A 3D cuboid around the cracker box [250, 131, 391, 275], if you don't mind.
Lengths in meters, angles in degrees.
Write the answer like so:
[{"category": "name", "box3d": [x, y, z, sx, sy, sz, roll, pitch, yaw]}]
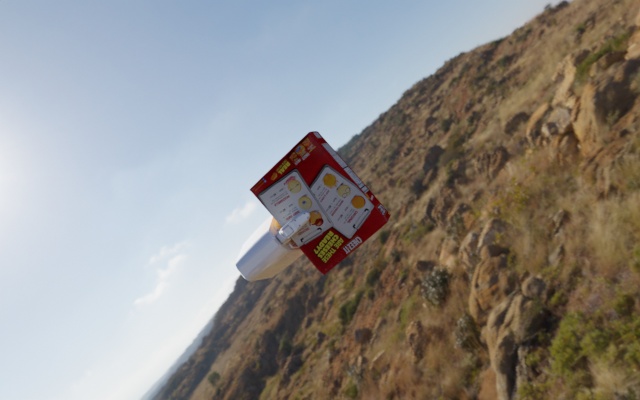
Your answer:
[{"category": "cracker box", "box3d": [0.000, 0.003, 0.891, 0.164, 0.213, 0.072, -42, -2, 18]}]
